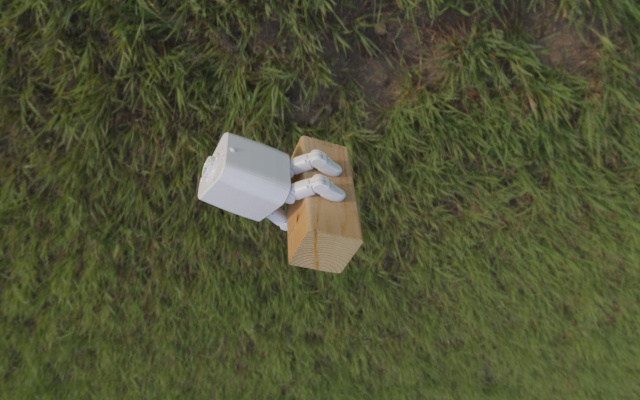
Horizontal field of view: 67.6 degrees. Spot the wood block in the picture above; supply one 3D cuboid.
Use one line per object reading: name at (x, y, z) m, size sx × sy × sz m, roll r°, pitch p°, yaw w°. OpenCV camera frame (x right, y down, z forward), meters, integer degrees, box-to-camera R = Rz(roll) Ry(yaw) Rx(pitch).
wood block at (0.000, 0.003, 0.778) m, size 0.090 × 0.206 × 0.091 m, roll 12°, pitch -45°, yaw -19°
